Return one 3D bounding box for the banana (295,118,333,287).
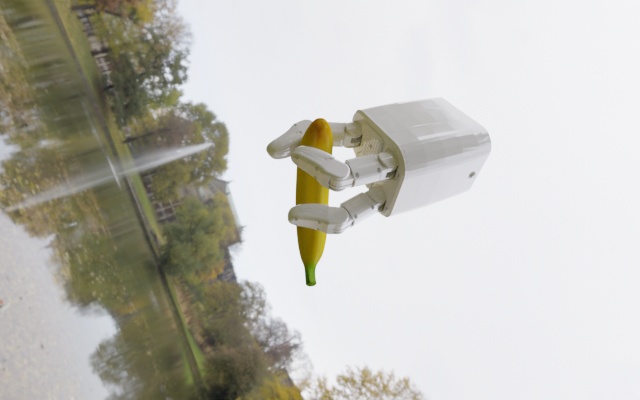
[{"bbox_3d":[-0.005,-0.004,0.520,0.037,0.198,0.069,-7,30,-15],"label":"banana"}]
